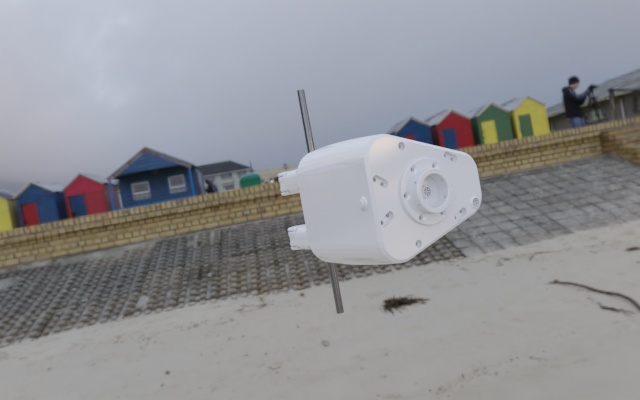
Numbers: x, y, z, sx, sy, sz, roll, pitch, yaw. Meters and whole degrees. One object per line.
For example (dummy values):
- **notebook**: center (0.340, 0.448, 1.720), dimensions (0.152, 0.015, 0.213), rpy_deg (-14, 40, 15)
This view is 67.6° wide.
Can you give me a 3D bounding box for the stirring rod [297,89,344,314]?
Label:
- **stirring rod**: center (0.000, 0.002, 0.509), dimensions (0.011, 0.239, 0.011), rpy_deg (-10, 1, 0)
